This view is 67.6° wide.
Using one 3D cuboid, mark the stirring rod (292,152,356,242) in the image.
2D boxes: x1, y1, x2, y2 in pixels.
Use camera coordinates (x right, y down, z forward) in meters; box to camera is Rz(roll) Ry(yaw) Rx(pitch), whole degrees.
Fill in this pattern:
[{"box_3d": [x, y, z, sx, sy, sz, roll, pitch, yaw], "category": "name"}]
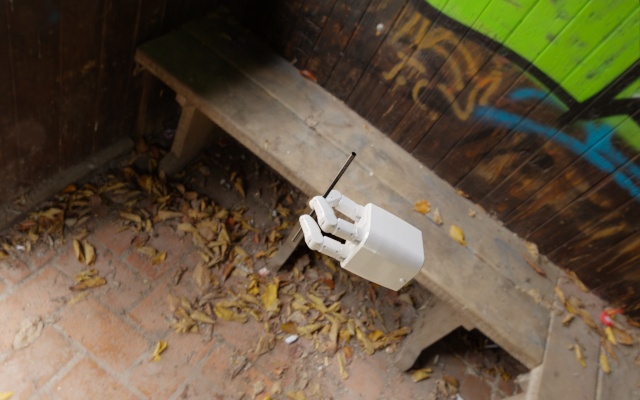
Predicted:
[{"box_3d": [0.000, 0.003, 0.764, 0.011, 0.011, 0.240, 0, -35, -29], "category": "stirring rod"}]
